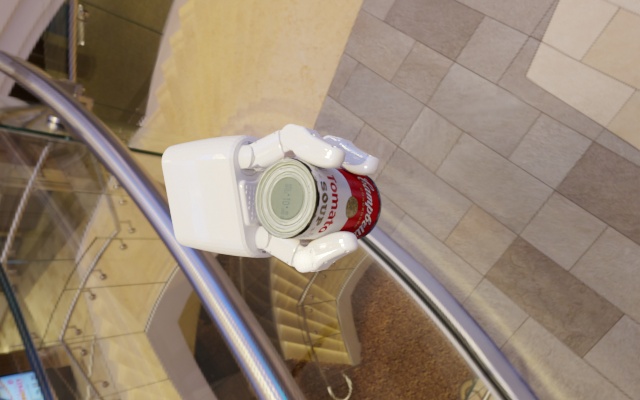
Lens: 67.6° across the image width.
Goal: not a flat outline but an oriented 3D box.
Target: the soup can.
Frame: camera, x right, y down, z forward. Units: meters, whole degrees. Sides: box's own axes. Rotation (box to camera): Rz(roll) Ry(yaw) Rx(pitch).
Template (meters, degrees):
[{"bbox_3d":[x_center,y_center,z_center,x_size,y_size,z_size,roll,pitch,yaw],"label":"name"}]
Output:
[{"bbox_3d":[0.000,0.001,0.423,0.068,0.068,0.102,0,-4,36],"label":"soup can"}]
